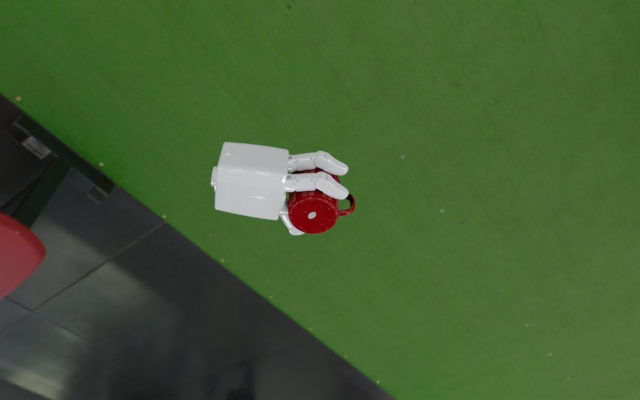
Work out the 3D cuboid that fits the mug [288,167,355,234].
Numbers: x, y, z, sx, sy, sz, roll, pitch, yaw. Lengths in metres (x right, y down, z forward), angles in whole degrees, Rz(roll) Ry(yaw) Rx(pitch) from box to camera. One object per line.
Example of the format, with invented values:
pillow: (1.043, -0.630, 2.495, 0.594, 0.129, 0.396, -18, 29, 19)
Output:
mug: (0.002, 0.003, 0.792, 0.117, 0.093, 0.081, 8, 39, -7)
